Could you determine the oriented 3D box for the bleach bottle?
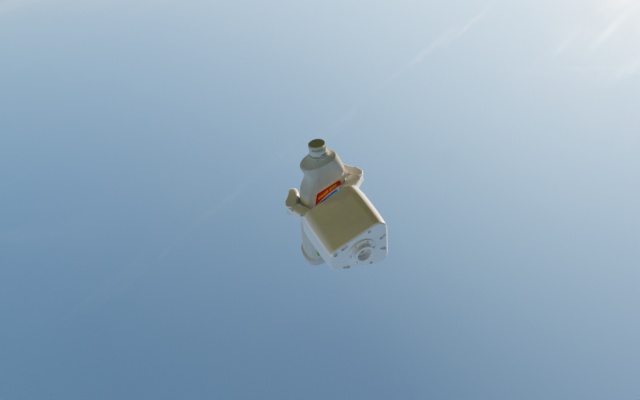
[{"bbox_3d":[0.000,0.003,0.870,0.102,0.251,0.068,-21,42,-14],"label":"bleach bottle"}]
